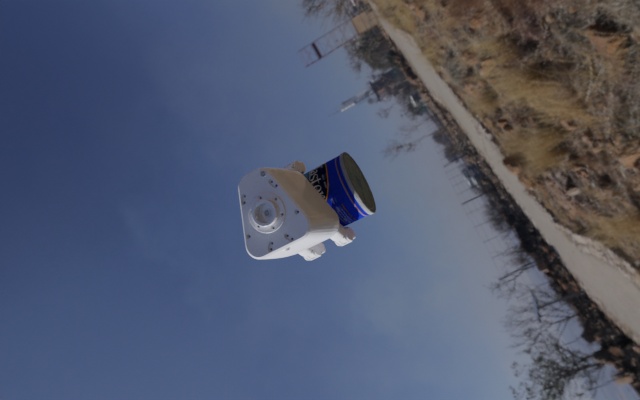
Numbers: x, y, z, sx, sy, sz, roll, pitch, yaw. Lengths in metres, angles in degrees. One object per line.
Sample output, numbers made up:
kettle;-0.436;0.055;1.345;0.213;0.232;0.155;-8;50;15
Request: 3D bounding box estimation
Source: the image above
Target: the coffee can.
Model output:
coffee can;0.000;0.002;0.738;0.140;0.103;0.103;-27;-9;17
